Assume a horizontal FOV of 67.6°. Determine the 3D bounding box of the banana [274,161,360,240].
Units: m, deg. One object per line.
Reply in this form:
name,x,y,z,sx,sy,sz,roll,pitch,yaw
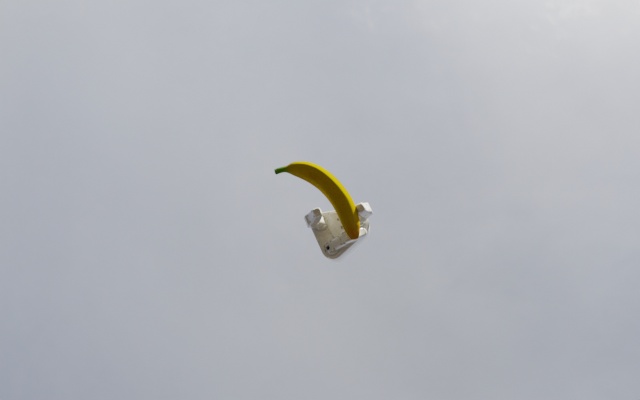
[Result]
banana,0.010,-0.013,0.869,0.197,0.069,0.037,40,-7,13
